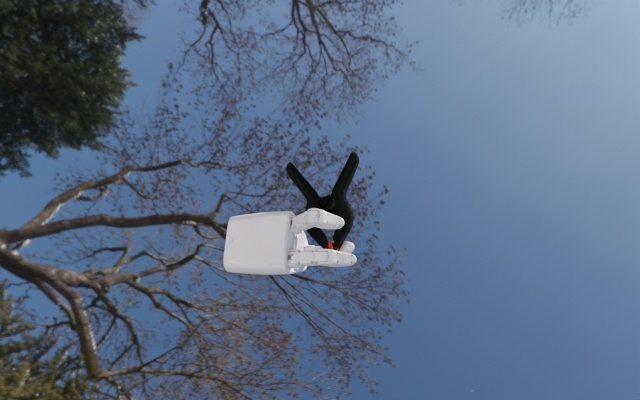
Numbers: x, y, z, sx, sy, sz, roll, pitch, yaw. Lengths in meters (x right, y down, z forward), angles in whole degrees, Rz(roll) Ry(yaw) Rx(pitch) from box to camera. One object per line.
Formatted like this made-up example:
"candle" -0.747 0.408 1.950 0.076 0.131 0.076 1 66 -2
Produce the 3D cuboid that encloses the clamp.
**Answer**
"clamp" 0.000 0.003 0.762 0.120 0.171 0.039 -3 -21 16
